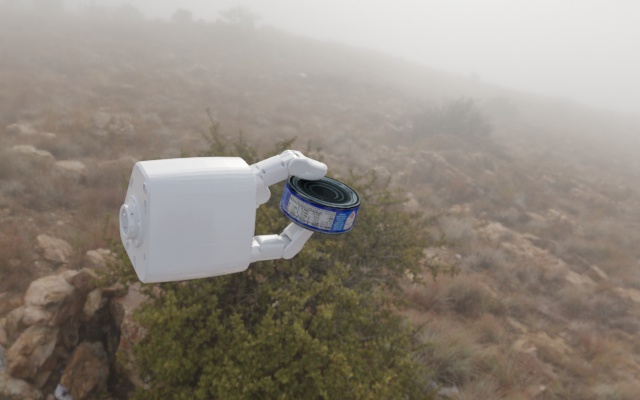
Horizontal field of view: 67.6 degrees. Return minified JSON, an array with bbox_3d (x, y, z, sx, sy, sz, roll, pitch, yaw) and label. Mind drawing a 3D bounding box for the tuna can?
[{"bbox_3d":[0.000,0.001,0.528,0.086,0.034,0.086,15,23,-7],"label":"tuna can"}]
